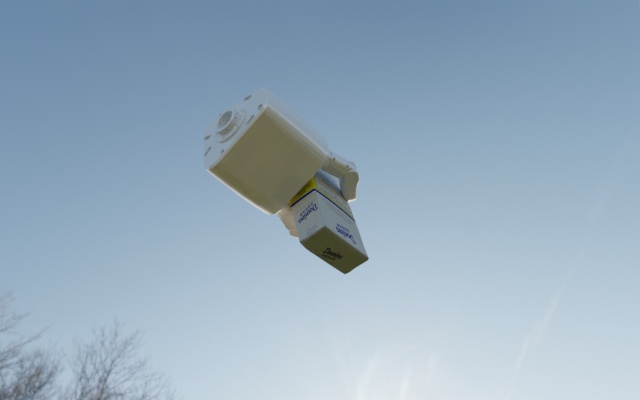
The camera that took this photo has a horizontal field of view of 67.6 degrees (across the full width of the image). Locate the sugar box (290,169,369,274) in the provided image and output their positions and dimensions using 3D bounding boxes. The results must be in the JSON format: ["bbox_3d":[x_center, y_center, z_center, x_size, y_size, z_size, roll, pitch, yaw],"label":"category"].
[{"bbox_3d":[0.000,0.002,0.618,0.048,0.176,0.093,-34,-48,20],"label":"sugar box"}]
